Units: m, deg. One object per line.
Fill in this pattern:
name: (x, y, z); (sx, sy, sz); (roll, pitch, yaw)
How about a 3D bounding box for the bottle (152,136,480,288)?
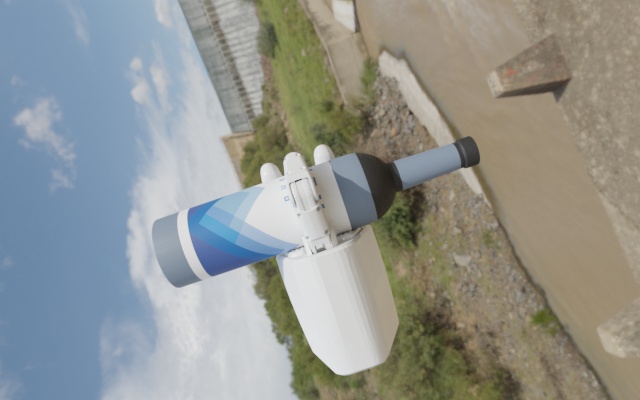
bottle: (0.000, 0.001, 0.436); (0.296, 0.069, 0.069); (-19, 0, 1)
